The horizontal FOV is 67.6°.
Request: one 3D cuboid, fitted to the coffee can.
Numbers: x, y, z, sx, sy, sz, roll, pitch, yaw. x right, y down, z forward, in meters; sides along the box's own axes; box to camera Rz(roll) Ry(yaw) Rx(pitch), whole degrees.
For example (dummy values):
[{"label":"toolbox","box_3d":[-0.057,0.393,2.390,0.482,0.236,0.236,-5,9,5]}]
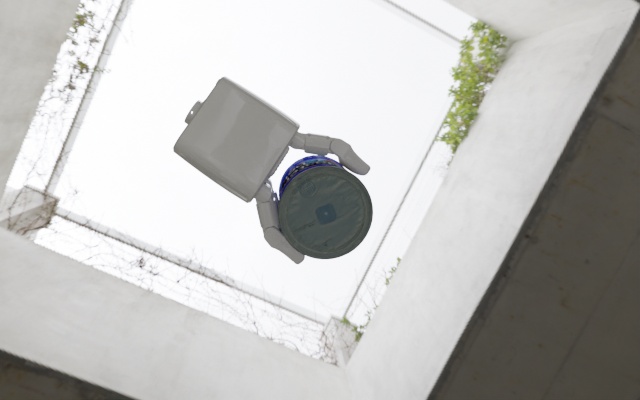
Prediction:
[{"label":"coffee can","box_3d":[0.000,0.002,0.578,0.103,0.103,0.140,0,10,-5]}]
